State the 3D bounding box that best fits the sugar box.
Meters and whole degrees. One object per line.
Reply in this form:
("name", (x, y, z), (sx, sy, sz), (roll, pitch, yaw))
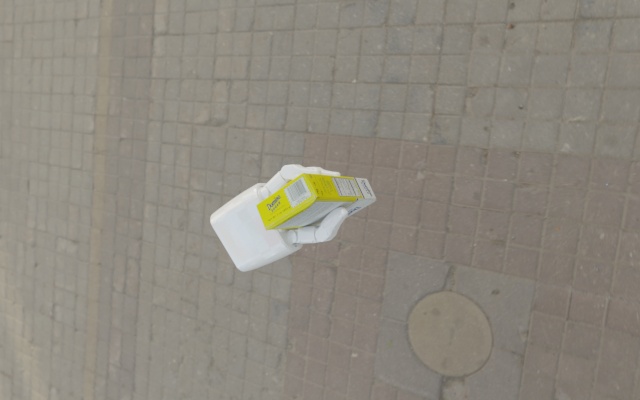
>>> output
("sugar box", (0.000, 0.002, 0.692), (0.093, 0.048, 0.176), (-31, -14, 28))
